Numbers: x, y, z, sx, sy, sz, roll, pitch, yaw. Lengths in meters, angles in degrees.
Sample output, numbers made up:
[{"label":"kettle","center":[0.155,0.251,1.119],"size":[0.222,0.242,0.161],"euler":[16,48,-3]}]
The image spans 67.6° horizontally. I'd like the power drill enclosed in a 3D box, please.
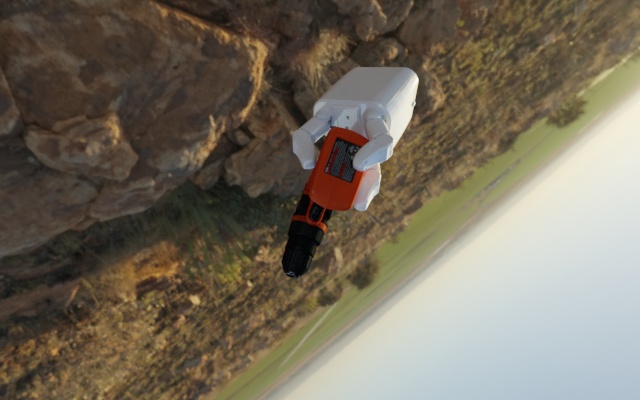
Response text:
[{"label":"power drill","center":[0.000,0.002,0.626],"size":[0.057,0.184,0.188],"euler":[20,-21,-7]}]
